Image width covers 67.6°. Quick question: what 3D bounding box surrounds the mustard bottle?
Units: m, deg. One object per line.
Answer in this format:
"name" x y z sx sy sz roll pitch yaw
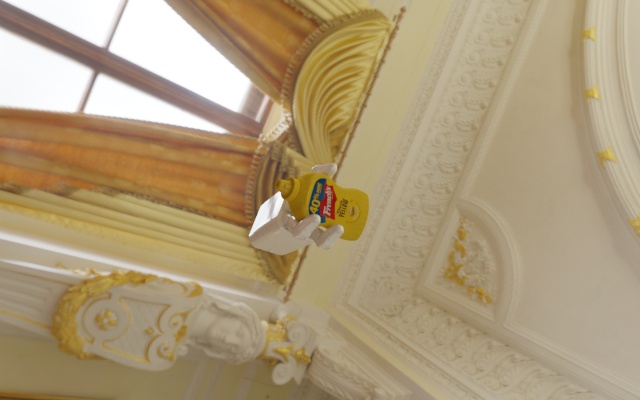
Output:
"mustard bottle" 0.001 0.003 0.855 0.192 0.096 0.058 23 -12 -34
